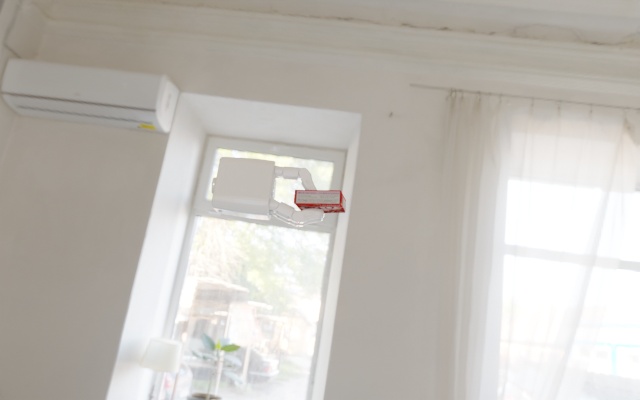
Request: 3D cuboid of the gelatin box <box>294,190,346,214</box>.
[{"bbox_3d":[0.001,0.002,0.898,0.089,0.030,0.073,0,-14,9],"label":"gelatin box"}]
